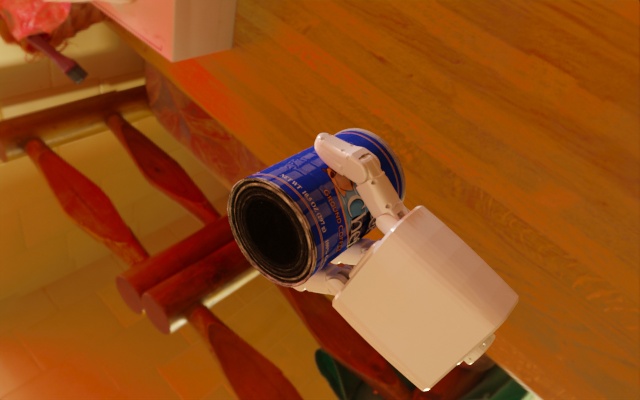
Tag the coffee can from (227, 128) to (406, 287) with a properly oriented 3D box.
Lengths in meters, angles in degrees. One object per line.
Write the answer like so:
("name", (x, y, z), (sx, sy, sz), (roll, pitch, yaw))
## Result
("coffee can", (0.000, 0.001, 0.448), (0.103, 0.103, 0.140), (0, 23, 44))
